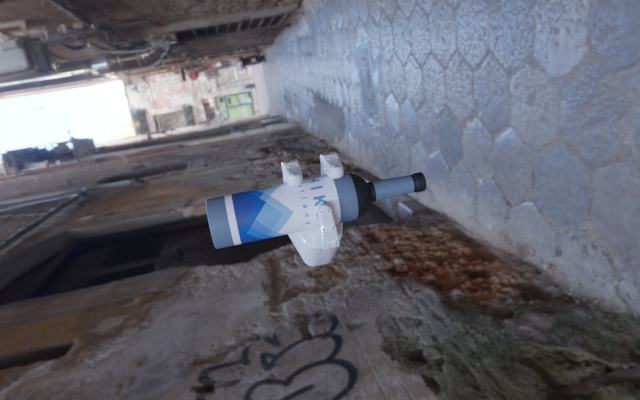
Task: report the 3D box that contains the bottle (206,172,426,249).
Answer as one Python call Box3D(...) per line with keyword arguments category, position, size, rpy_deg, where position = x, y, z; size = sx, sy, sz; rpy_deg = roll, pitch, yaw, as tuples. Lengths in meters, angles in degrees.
Box3D(category="bottle", position=(0.000, 0.002, 0.644), size=(0.296, 0.069, 0.069), rpy_deg=(-11, 2, -9))
